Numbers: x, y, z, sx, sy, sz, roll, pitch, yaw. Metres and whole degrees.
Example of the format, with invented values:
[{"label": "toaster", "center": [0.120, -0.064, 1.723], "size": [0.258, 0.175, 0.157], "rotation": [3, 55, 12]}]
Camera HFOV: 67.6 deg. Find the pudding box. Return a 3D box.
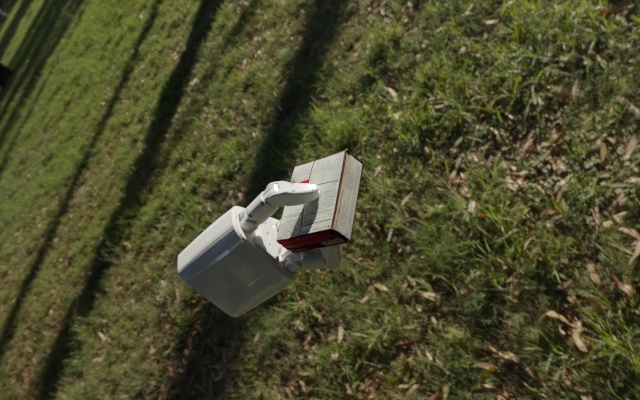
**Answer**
[{"label": "pudding box", "center": [0.000, 0.002, 0.574], "size": [0.090, 0.113, 0.039], "rotation": [-14, -36, 39]}]
